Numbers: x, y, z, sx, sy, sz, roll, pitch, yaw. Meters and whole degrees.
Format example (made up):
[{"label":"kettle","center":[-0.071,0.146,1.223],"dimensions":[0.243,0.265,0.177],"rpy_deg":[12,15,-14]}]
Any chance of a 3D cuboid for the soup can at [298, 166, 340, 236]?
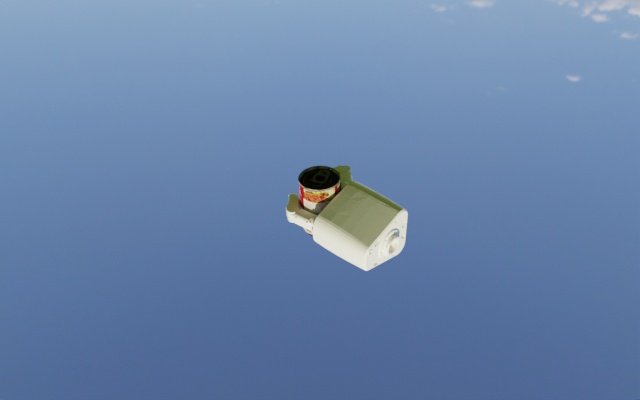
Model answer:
[{"label":"soup can","center":[0.000,0.003,0.796],"dimensions":[0.068,0.102,0.068],"rpy_deg":[-2,39,2]}]
